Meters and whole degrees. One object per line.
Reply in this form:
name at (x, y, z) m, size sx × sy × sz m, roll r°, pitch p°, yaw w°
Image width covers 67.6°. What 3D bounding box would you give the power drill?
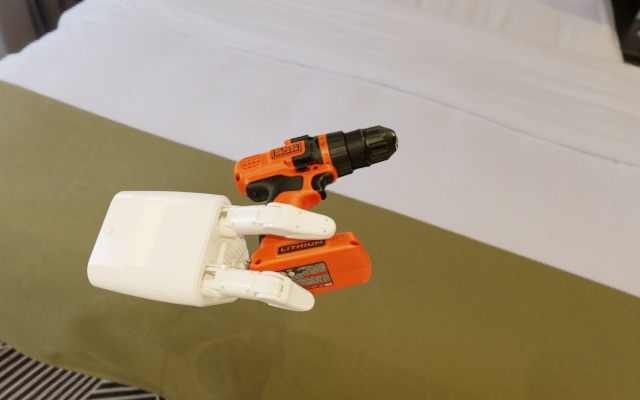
power drill at (0.000, 0.002, 0.478) m, size 0.184 × 0.057 × 0.187 m, roll -15°, pitch 41°, yaw 8°
